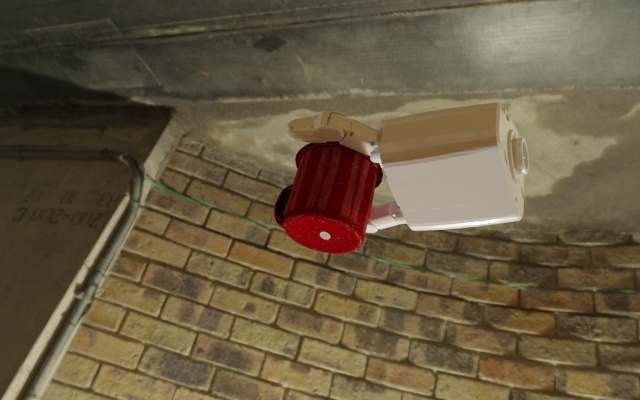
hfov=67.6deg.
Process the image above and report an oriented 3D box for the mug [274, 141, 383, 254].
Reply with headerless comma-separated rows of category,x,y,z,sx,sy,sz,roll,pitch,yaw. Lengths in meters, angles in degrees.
mug,-0.001,0.002,0.484,0.117,0.081,0.093,-7,-36,33
